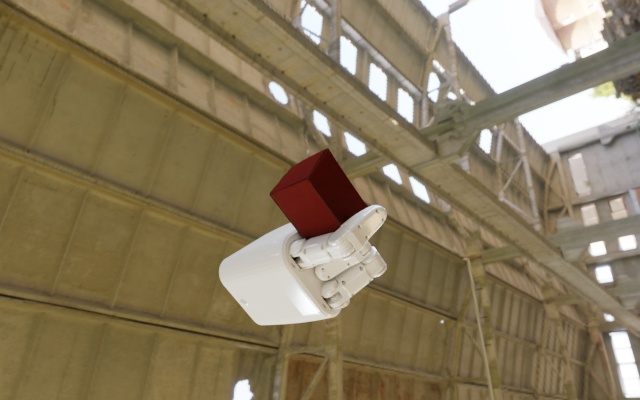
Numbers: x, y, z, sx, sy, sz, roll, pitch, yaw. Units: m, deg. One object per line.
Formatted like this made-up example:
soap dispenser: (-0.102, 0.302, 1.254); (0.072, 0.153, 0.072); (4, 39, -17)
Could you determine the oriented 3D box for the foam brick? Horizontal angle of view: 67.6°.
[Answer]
foam brick: (0.000, 0.001, 0.457); (0.051, 0.078, 0.053); (-20, 24, 38)
